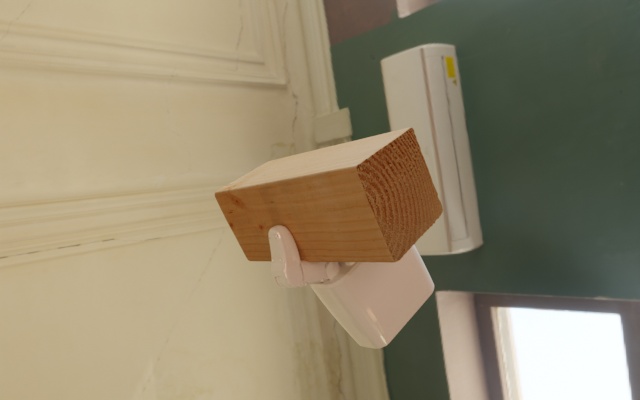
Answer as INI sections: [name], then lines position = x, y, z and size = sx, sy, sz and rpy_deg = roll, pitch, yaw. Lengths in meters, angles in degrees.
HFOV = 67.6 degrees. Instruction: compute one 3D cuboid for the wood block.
[wood block]
position = 0.000, 0.002, 0.476
size = 0.206, 0.090, 0.090
rpy_deg = -8, 22, 46
